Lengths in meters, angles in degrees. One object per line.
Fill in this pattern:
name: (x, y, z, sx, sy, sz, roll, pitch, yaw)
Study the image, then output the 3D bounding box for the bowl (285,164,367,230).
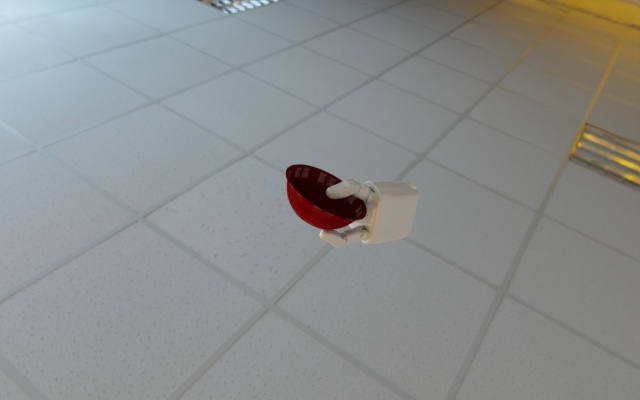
bowl: (-0.001, 0.003, 0.850, 0.162, 0.055, 0.162, 25, 25, -12)
